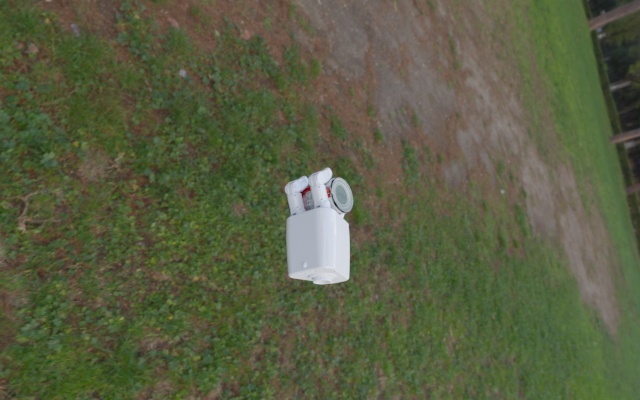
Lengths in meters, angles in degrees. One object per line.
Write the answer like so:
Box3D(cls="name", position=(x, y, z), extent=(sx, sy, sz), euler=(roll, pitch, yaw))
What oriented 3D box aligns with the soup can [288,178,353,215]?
Box3D(cls="soup can", position=(0.000, 0.002, 0.880), extent=(0.102, 0.068, 0.068), euler=(-18, -11, 34))
